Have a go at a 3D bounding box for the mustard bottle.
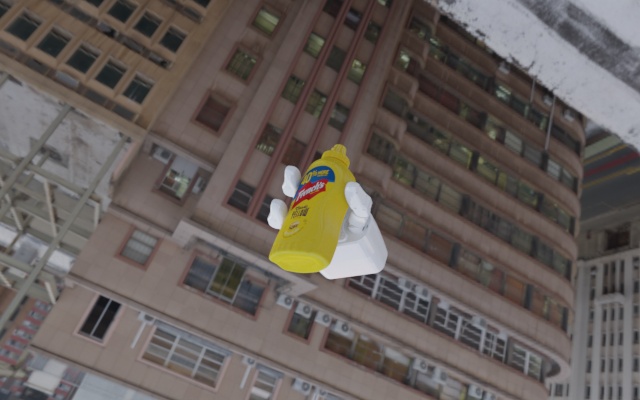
[{"bbox_3d":[0.000,0.002,0.652,0.058,0.191,0.096,38,-33,-29],"label":"mustard bottle"}]
